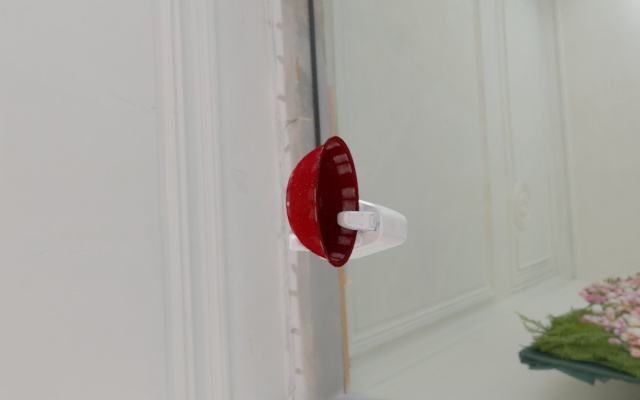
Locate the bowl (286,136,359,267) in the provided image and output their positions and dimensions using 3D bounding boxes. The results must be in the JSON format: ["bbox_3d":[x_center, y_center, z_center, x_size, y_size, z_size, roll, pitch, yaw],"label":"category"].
[{"bbox_3d":[-0.001,0.001,0.598,0.055,0.162,0.162,-1,-1,21],"label":"bowl"}]
